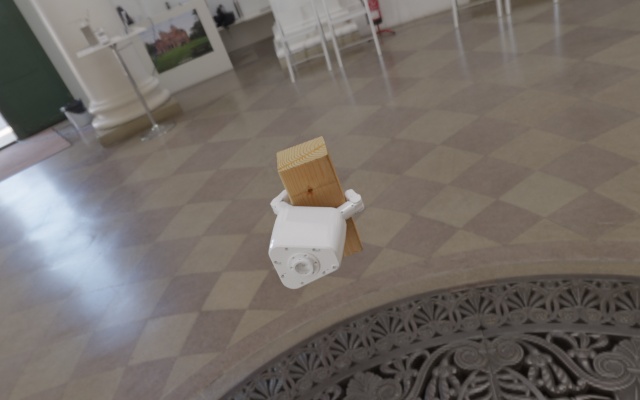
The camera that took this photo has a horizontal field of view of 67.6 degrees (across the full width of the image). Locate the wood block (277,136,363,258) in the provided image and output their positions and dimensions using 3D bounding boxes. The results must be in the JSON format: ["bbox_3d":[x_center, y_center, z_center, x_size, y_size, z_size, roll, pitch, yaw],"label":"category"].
[{"bbox_3d":[0.000,0.003,0.872,0.091,0.206,0.090,-19,29,4],"label":"wood block"}]
